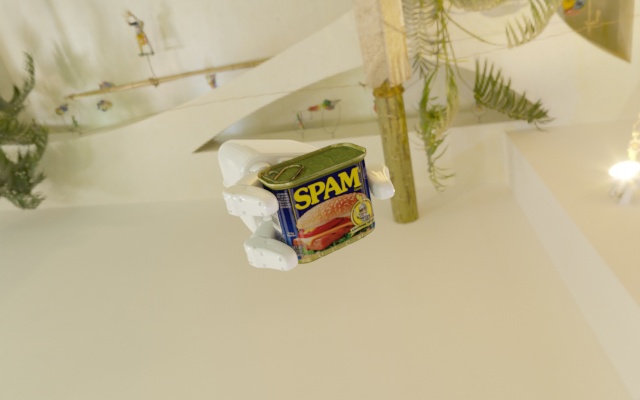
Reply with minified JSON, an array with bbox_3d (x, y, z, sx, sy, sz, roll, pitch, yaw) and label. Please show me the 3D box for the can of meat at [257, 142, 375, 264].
[{"bbox_3d":[0.000,0.002,0.457,0.102,0.084,0.057,-22,25,-22],"label":"can of meat"}]
